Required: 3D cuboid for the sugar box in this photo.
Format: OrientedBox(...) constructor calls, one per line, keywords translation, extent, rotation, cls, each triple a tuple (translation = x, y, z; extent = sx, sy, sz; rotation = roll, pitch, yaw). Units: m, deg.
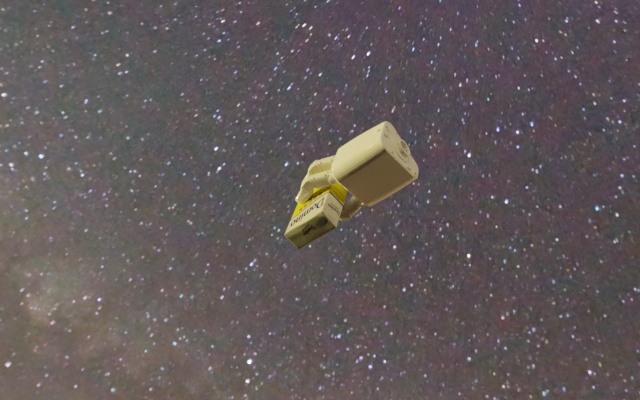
OrientedBox(translation=(0.000, 0.002, 0.872), extent=(0.093, 0.048, 0.176), rotation=(-32, 19, 31), cls="sugar box")
